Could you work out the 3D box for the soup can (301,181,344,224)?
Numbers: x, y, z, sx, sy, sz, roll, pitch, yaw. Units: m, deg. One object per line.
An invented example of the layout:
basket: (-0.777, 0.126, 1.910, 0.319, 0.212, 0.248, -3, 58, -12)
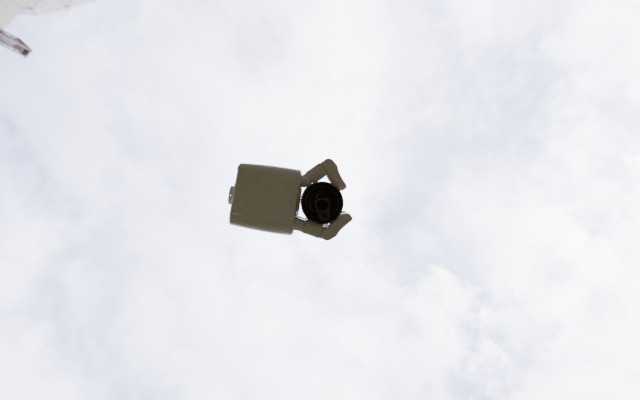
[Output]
soup can: (0.001, 0.003, 0.798, 0.068, 0.068, 0.102, 0, 2, -3)
